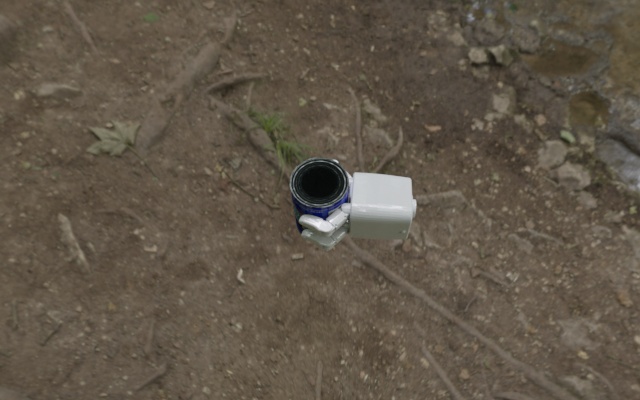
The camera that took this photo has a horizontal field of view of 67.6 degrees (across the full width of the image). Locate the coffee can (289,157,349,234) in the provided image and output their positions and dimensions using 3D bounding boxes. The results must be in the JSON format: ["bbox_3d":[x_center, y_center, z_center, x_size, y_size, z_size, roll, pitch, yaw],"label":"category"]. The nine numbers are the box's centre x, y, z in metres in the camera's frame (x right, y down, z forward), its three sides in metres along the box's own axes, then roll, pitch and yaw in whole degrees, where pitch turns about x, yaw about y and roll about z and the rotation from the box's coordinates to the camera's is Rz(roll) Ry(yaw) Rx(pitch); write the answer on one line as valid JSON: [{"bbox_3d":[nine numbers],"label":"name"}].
[{"bbox_3d":[0.000,0.003,0.874,0.103,0.102,0.140,0,-30,2],"label":"coffee can"}]
